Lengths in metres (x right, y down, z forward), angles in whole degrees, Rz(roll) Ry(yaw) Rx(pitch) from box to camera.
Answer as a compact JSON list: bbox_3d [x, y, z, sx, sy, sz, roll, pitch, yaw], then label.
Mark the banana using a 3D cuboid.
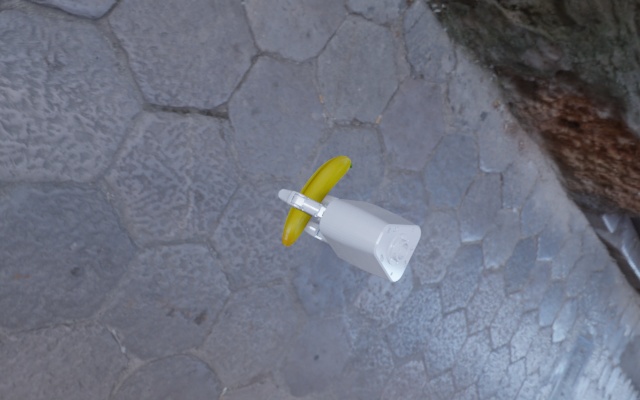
[{"bbox_3d":[-0.002,-0.011,0.780,0.037,0.197,0.070,24,-29,32],"label":"banana"}]
